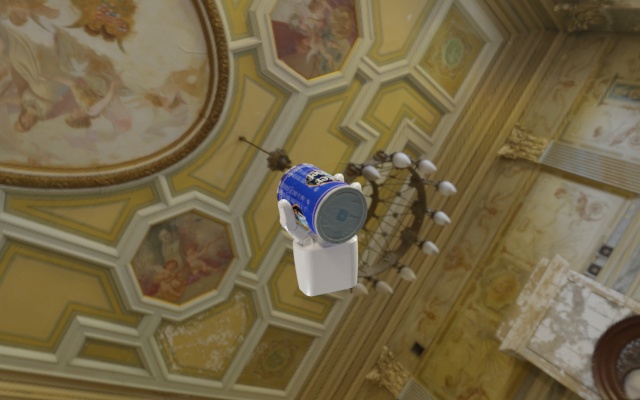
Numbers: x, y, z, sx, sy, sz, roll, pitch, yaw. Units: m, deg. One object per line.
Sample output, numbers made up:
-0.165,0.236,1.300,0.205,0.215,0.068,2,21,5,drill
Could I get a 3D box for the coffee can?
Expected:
0.000,0.003,0.839,0.103,0.103,0.140,0,19,-34,coffee can
